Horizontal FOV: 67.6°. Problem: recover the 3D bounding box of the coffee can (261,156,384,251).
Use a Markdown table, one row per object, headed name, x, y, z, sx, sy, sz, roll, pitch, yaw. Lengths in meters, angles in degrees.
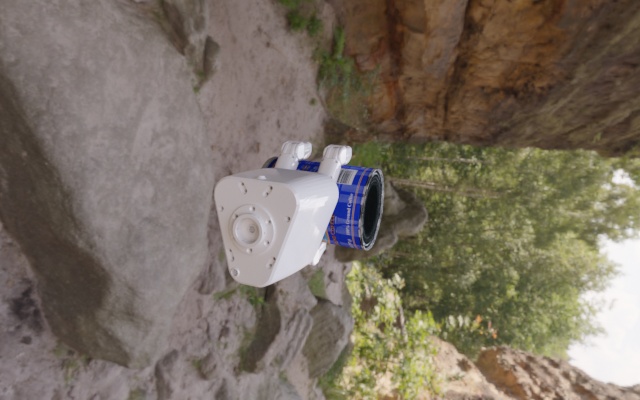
| name | x | y | z | sx | sy | sz | roll | pitch | yaw |
| --- | --- | --- | --- | --- | --- | --- | --- | --- | --- |
| coffee can | 0.000 | 0.002 | 0.608 | 0.140 | 0.103 | 0.103 | 8 | 3 | 20 |
